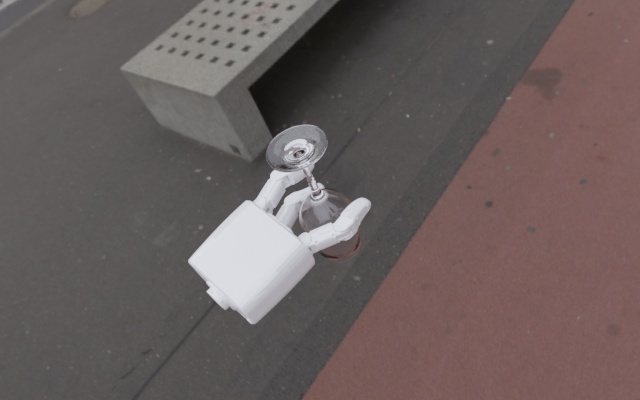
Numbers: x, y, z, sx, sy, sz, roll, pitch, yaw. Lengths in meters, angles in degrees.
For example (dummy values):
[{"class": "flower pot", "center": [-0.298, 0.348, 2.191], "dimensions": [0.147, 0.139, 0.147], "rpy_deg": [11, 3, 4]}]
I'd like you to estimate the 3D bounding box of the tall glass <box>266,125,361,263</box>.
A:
[{"class": "tall glass", "center": [0.000, 0.002, 0.613], "dimensions": [0.079, 0.079, 0.201], "rpy_deg": [0, -38, 21]}]
